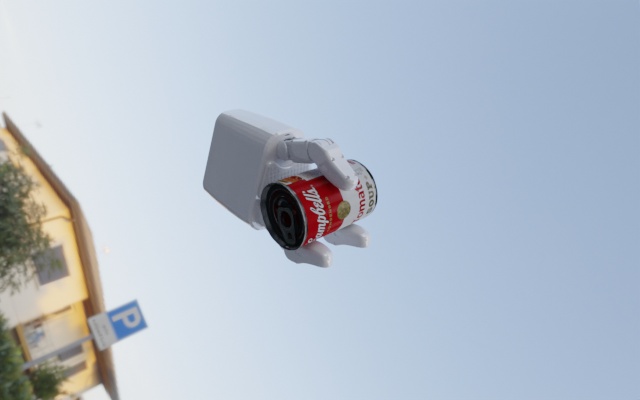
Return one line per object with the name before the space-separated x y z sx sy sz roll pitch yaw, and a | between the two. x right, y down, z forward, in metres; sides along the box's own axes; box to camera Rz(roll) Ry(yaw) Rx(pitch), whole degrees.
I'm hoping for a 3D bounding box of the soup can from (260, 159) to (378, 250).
soup can | 0.001 0.002 0.482 0.102 0.068 0.068 -21 13 -38
